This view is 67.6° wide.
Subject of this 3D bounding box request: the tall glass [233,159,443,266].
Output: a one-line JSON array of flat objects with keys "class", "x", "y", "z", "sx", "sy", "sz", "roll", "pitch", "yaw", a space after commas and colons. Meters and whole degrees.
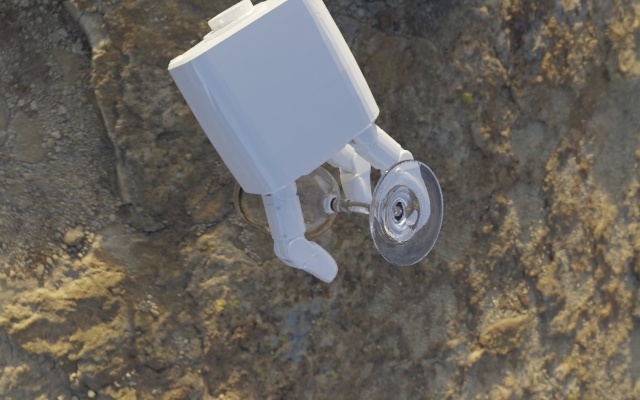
[{"class": "tall glass", "x": 0.001, "y": 0.002, "z": 0.407, "sx": 0.079, "sy": 0.079, "sz": 0.201, "roll": 0, "pitch": 4, "yaw": -38}]
